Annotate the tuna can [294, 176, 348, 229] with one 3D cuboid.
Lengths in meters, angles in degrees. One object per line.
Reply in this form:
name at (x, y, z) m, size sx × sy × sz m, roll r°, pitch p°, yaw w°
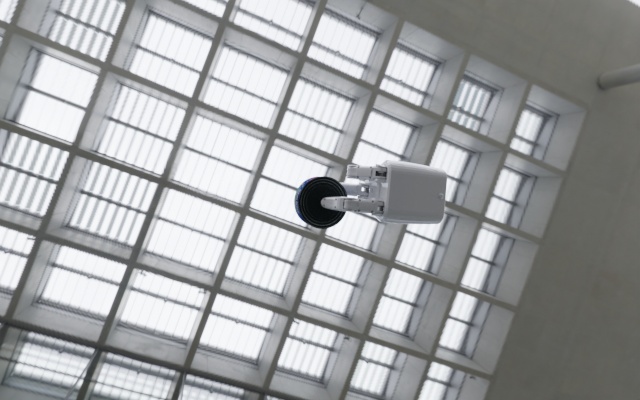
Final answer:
tuna can at (0.000, 0.003, 0.788) m, size 0.086 × 0.086 × 0.034 m, roll 0°, pitch 4°, yaw -18°
